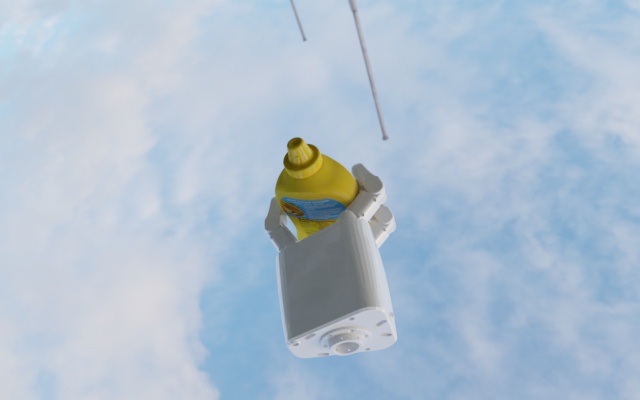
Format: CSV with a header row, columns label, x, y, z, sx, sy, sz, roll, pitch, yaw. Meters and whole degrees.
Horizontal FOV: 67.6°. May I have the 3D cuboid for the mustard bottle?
label,x,y,z,sx,sy,sz,roll,pitch,yaw
mustard bottle,0.000,0.002,0.552,0.096,0.058,0.192,3,-37,23
